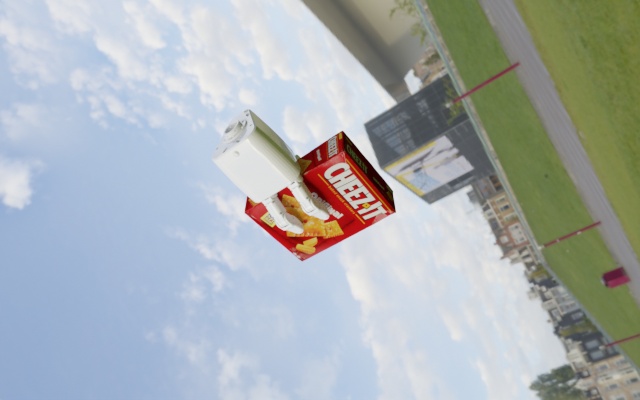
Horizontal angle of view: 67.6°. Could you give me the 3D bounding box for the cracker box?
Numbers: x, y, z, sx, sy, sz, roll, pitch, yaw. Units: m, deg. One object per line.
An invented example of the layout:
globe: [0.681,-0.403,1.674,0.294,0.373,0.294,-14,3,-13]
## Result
cracker box: [0.000,0.003,0.843,0.214,0.072,0.164,-30,-56,23]
